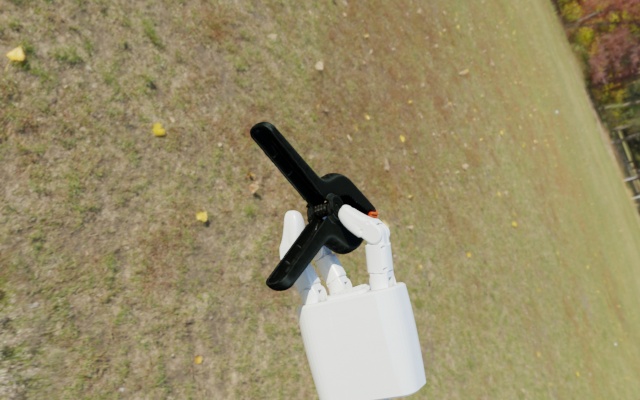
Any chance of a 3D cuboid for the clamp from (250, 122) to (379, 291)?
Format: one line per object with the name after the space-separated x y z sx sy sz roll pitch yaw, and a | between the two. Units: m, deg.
0.001 0.002 0.526 0.036 0.164 0.210 -14 -7 33 | clamp
